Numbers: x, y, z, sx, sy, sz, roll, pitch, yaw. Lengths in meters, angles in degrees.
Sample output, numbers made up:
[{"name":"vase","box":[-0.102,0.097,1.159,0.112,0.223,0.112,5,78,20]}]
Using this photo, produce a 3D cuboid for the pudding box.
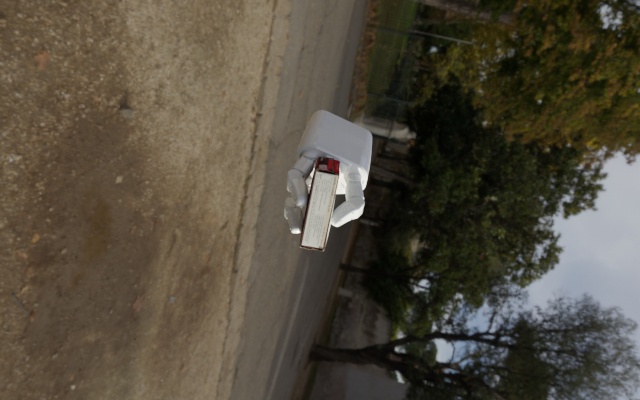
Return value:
[{"name":"pudding box","box":[0.000,0.002,0.668,0.039,0.113,0.090,10,16,1]}]
